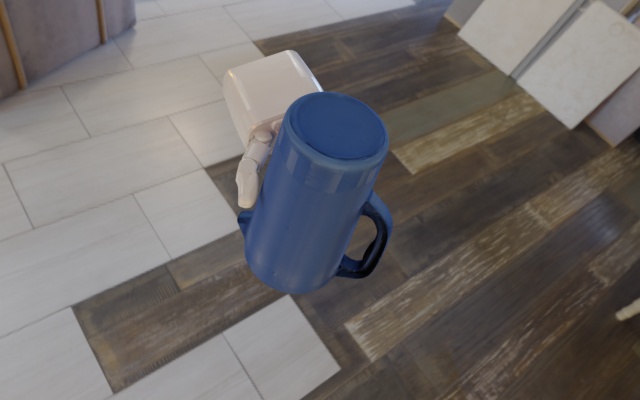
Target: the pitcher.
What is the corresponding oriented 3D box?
[{"bbox_3d":[0.000,0.002,0.554,0.149,0.145,0.243,-11,-32,-24],"label":"pitcher"}]
